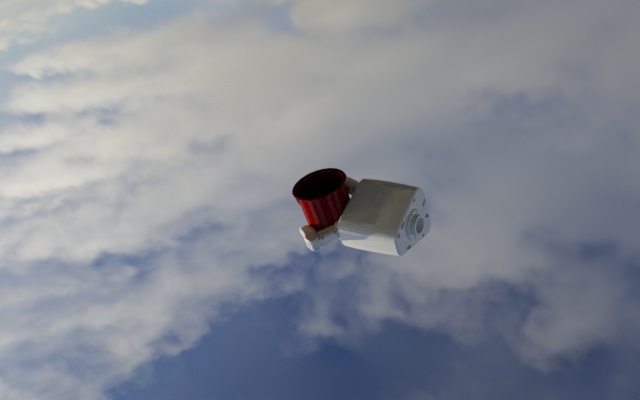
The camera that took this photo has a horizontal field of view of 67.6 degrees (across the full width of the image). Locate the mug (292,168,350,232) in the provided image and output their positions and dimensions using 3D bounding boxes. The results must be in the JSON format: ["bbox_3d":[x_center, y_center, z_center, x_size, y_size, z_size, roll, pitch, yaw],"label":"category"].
[{"bbox_3d":[-0.001,0.003,0.809,0.117,0.081,0.093,10,43,40],"label":"mug"}]
